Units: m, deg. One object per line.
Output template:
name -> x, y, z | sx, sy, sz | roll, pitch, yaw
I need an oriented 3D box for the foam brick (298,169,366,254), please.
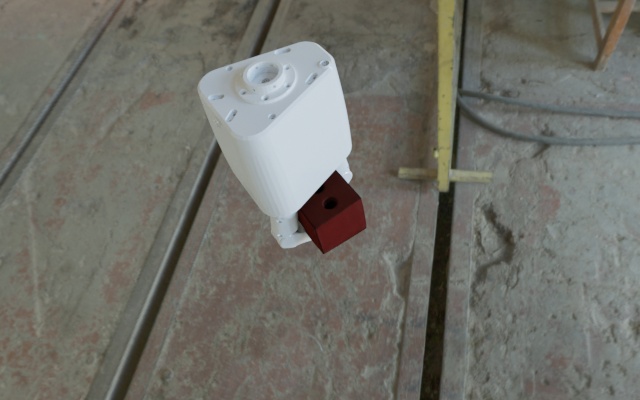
foam brick -> 0.000, 0.002, 0.465 | 0.053, 0.078, 0.051 | -33, -33, -12
